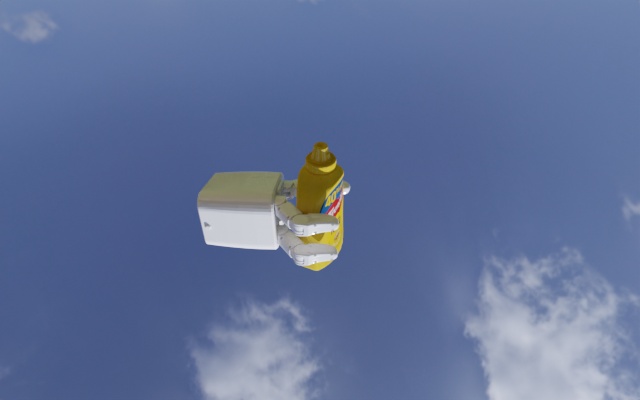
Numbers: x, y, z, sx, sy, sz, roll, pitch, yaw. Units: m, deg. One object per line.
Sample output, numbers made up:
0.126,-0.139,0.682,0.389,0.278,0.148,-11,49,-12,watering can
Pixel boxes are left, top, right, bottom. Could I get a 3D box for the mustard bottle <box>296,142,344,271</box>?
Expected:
0.000,0.002,0.674,0.058,0.192,0.096,18,43,21,mustard bottle
